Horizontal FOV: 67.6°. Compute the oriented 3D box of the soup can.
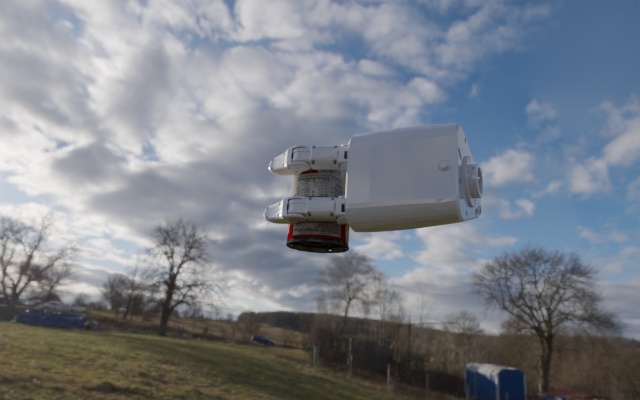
[{"bbox_3d":[0.000,0.002,0.524,0.068,0.102,0.068,4,-16,1],"label":"soup can"}]
